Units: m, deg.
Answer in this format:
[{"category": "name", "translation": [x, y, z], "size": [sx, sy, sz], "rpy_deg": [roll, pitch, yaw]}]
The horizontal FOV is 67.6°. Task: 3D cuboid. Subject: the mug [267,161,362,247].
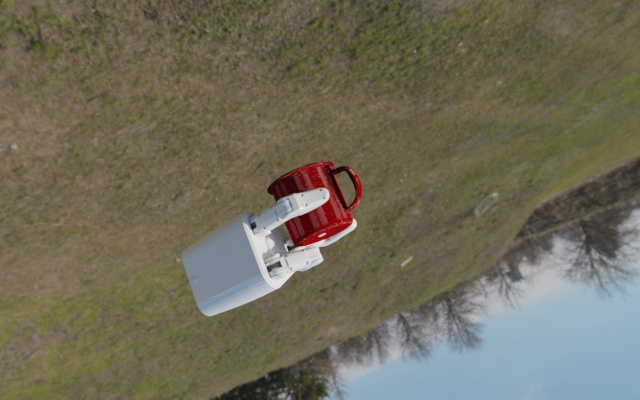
[{"category": "mug", "translation": [0.001, 0.002, 0.598], "size": [0.117, 0.081, 0.093], "rpy_deg": [-28, -13, 21]}]
